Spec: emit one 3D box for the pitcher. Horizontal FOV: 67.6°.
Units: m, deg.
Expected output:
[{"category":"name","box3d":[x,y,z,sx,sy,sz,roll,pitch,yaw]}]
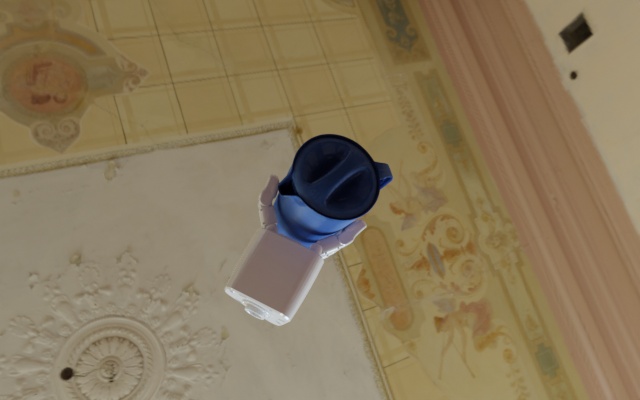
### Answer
[{"category":"pitcher","box3d":[0.000,0.003,0.779,0.149,0.145,0.243,31,-26,-5]}]
